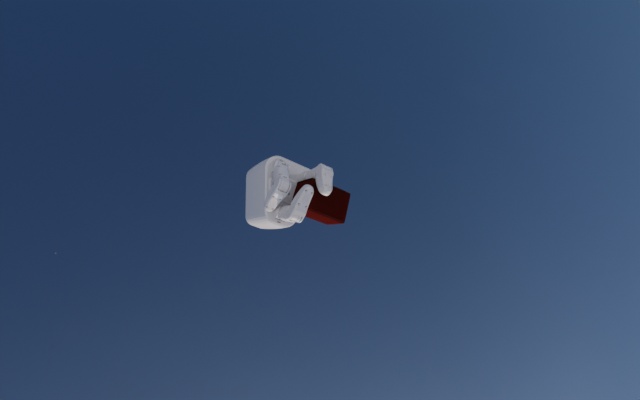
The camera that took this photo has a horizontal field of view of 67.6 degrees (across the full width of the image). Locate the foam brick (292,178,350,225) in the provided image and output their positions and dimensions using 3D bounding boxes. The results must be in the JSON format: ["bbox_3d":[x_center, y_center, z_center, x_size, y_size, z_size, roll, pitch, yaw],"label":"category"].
[{"bbox_3d":[0.000,0.003,0.775,0.078,0.053,0.051,22,-17,-25],"label":"foam brick"}]
